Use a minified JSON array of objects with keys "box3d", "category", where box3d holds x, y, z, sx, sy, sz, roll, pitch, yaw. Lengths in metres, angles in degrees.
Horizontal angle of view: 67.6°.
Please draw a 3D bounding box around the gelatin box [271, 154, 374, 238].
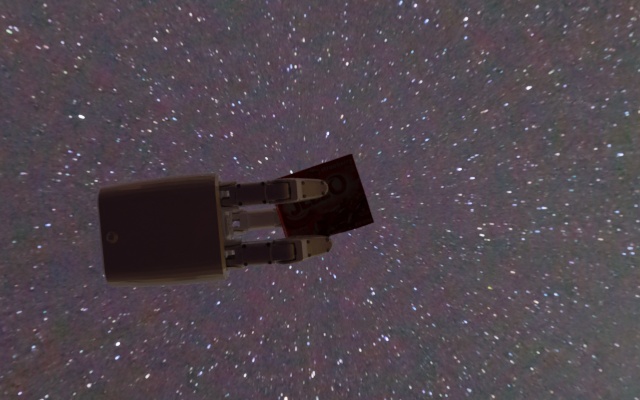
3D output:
[{"box3d":[0.000,0.001,0.479,0.089,0.073,0.030,-18,2,-10],"category":"gelatin box"}]
